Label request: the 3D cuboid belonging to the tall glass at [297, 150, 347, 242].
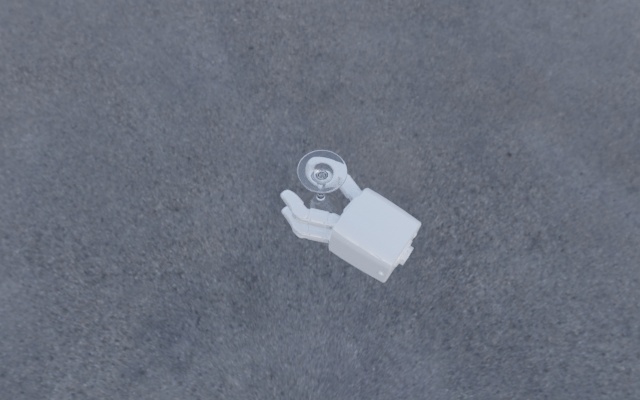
[{"bbox_3d":[0.000,0.002,0.790,0.079,0.079,0.201,0,-27,-2],"label":"tall glass"}]
